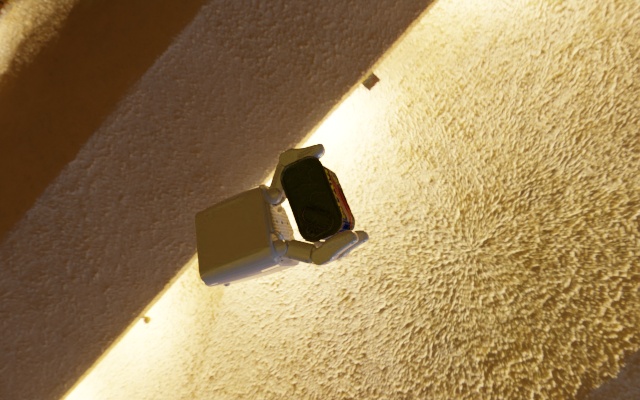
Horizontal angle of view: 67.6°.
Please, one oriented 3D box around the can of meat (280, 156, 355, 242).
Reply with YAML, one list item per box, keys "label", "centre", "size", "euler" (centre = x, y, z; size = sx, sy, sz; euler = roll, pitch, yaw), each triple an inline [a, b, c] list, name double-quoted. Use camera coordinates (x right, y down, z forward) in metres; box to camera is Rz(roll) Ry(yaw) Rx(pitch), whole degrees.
- label: "can of meat"
  centre: [0.000, 0.002, 0.610]
  size: [0.057, 0.102, 0.084]
  euler: [-24, -12, 13]
